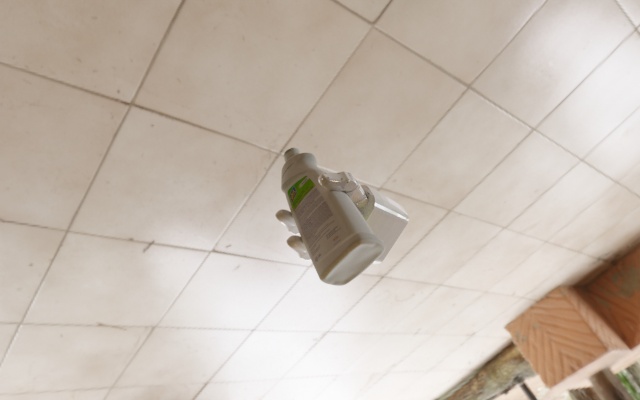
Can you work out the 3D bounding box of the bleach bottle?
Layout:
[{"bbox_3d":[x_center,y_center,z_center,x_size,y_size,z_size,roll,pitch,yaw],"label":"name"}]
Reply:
[{"bbox_3d":[0.000,0.002,0.730,0.068,0.250,0.102,22,-59,-43],"label":"bleach bottle"}]
